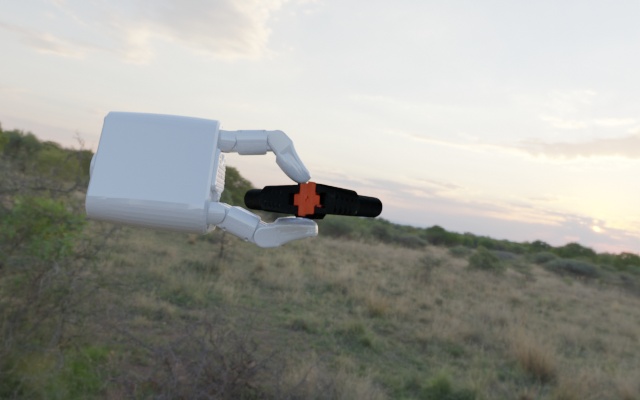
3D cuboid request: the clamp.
[{"bbox_3d":[0.000,0.001,0.487,0.164,0.036,0.210,3,-1,-6],"label":"clamp"}]
